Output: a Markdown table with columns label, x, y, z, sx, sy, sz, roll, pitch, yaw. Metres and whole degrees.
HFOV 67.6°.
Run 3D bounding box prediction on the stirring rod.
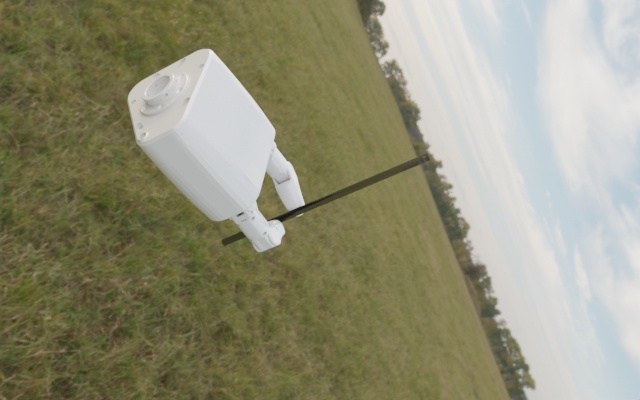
| label | x | y | z | sx | sy | sz | roll | pitch | yaw |
| --- | --- | --- | --- | --- | --- | --- | --- | --- | --- |
| stirring rod | 0.000 | 0.002 | 0.504 | 0.239 | 0.011 | 0.011 | -23 | -6 | 13 |
